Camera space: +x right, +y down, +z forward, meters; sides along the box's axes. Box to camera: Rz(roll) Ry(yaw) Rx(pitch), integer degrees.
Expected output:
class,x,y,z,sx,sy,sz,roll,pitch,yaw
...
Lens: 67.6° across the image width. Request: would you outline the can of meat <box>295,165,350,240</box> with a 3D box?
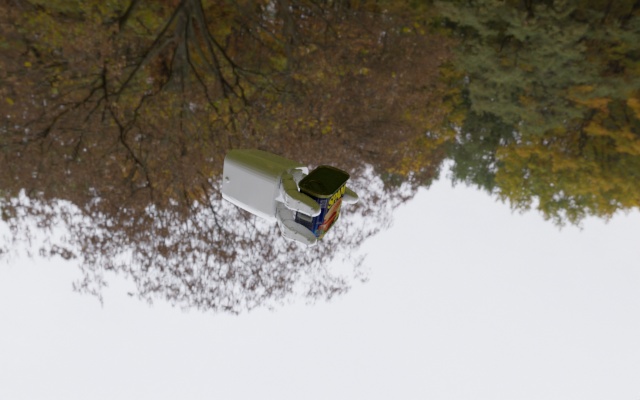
class,x,y,z,sx,sy,sz,roll,pitch,yaw
can of meat,0.000,0.003,0.762,0.057,0.084,0.102,21,31,16
